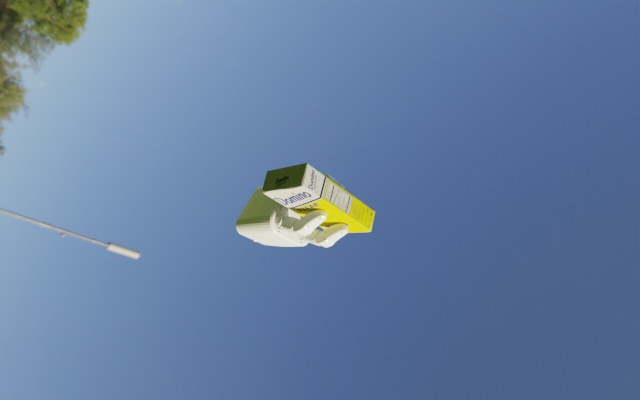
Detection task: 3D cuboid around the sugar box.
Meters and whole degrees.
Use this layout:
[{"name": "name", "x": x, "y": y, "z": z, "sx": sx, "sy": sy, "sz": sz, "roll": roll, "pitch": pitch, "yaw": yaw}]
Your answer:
[{"name": "sugar box", "x": 0.000, "y": 0.003, "z": 0.772, "sx": 0.093, "sy": 0.048, "sz": 0.176, "roll": -8, "pitch": -27, "yaw": 43}]
